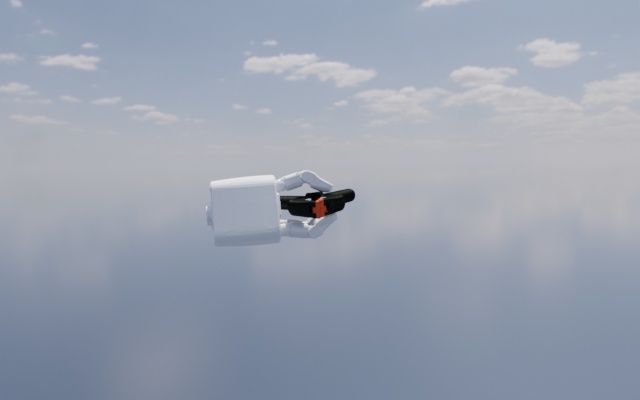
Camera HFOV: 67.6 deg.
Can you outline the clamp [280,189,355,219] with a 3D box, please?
[{"bbox_3d":[0.000,0.002,0.815,0.164,0.036,0.210,-7,6,-11],"label":"clamp"}]
